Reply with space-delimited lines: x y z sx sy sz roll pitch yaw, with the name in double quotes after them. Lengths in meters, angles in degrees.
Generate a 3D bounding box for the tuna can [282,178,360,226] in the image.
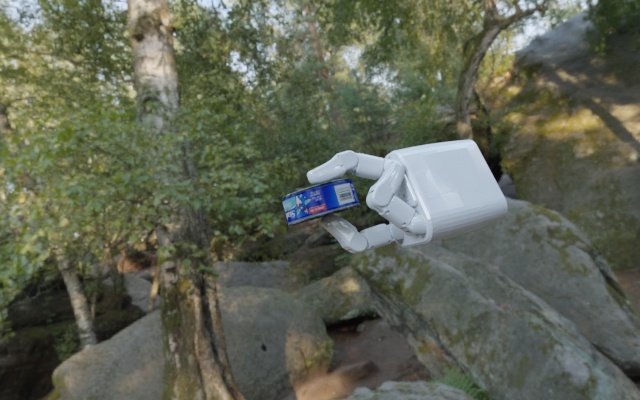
0.000 0.001 0.548 0.086 0.034 0.086 -16 -3 -1 "tuna can"
